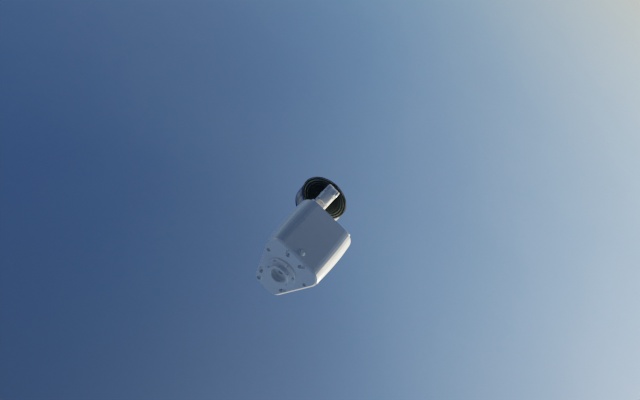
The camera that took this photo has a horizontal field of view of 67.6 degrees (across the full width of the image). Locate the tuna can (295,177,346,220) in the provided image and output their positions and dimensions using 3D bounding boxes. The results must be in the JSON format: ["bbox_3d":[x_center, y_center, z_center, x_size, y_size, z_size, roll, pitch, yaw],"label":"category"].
[{"bbox_3d":[0.000,0.003,0.833,0.086,0.086,0.034,0,-32,-34],"label":"tuna can"}]
